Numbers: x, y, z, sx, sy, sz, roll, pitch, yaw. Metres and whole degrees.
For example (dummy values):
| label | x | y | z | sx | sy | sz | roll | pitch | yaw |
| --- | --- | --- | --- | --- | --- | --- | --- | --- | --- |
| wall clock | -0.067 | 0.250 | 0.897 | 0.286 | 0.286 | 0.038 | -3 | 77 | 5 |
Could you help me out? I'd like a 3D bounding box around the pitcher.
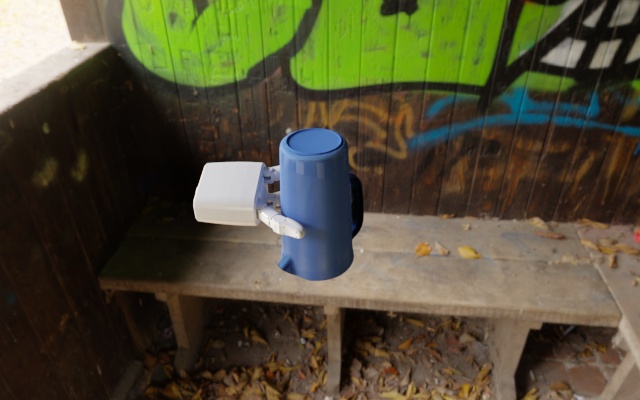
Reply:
| label | x | y | z | sx | sy | sz | roll | pitch | yaw |
| --- | --- | --- | --- | --- | --- | --- | --- | --- | --- |
| pitcher | 0.000 | 0.003 | 0.815 | 0.145 | 0.243 | 0.149 | 3 | 34 | 7 |
